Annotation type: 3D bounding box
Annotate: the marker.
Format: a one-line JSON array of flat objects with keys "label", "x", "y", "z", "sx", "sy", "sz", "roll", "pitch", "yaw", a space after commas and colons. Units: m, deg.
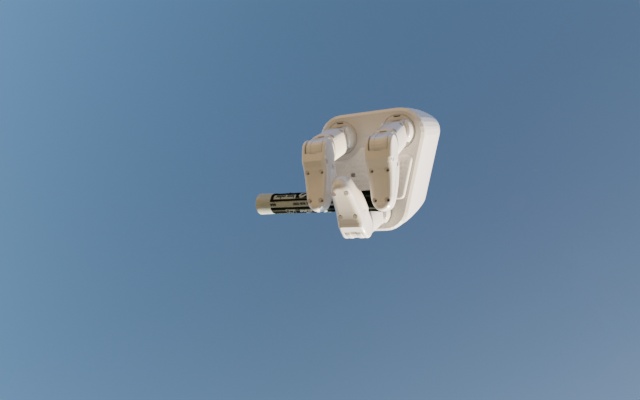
[{"label": "marker", "x": 0.000, "y": 0.001, "z": 0.412, "sx": 0.121, "sy": 0.020, "sz": 0.020, "roll": -2, "pitch": -1, "yaw": 25}]
